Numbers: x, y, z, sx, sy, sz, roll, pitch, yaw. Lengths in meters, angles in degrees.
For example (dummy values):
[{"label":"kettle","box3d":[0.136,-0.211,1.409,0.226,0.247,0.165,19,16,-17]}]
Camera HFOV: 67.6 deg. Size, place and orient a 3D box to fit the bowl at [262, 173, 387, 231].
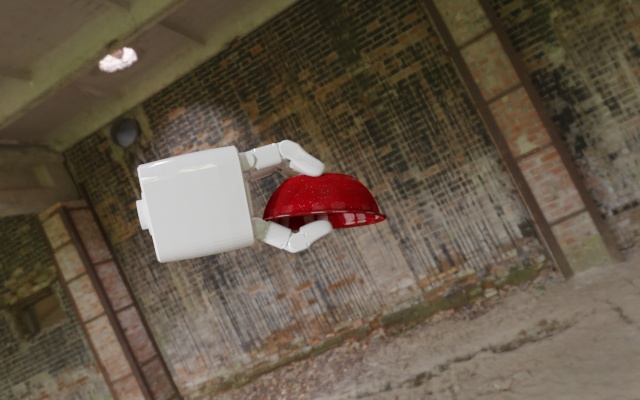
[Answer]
[{"label":"bowl","box3d":[0.001,0.002,0.600,0.162,0.055,0.162,-2,-10,0]}]
